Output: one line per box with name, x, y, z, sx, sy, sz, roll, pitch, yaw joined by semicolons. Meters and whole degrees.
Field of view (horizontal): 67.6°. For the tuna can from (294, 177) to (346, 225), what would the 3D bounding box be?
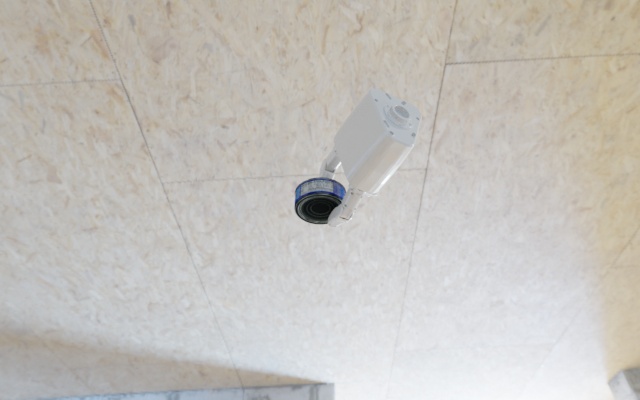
tuna can;0.000;0.003;0.773;0.086;0.033;0.086;0;-38;0
